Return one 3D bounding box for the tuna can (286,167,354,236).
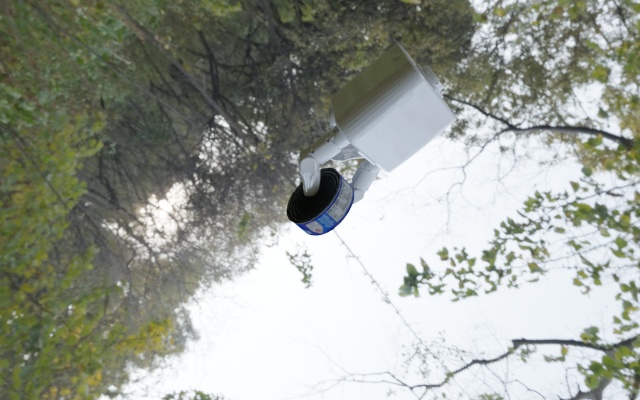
[{"bbox_3d":[0.000,0.002,0.600,0.086,0.086,0.034,0,-35,49],"label":"tuna can"}]
